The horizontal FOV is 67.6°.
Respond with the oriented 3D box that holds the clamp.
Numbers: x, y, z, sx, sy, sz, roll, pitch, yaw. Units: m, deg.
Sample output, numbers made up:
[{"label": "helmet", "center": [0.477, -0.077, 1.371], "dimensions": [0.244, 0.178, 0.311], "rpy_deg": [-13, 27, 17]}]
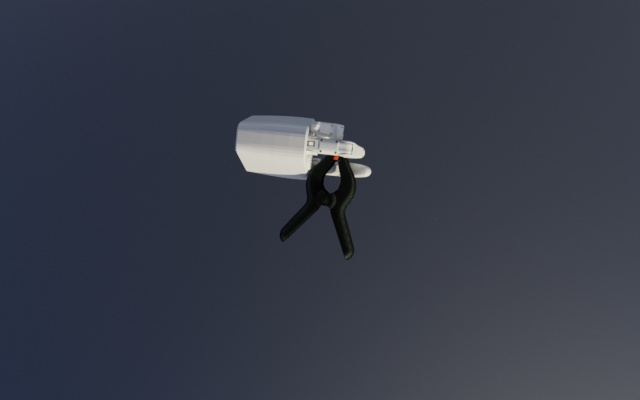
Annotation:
[{"label": "clamp", "center": [0.000, 0.002, 0.746], "dimensions": [0.120, 0.171, 0.039], "rpy_deg": [6, 1, 4]}]
